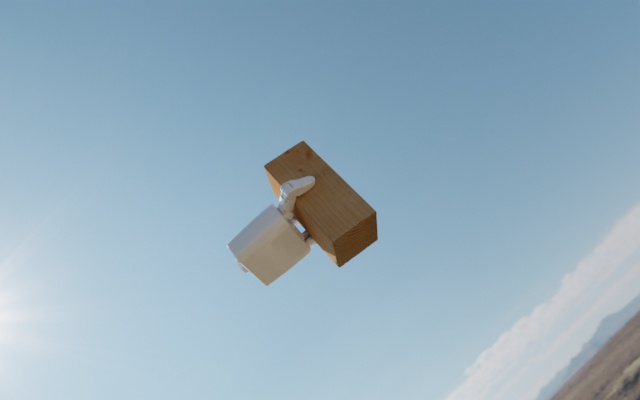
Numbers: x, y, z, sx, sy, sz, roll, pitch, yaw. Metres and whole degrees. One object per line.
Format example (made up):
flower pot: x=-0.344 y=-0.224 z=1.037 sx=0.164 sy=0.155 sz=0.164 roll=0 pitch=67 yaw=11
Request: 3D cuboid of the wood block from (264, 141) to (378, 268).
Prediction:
wood block: x=0.000 y=0.003 z=0.832 sx=0.090 sy=0.206 sz=0.091 roll=-34 pitch=-33 yaw=-15
